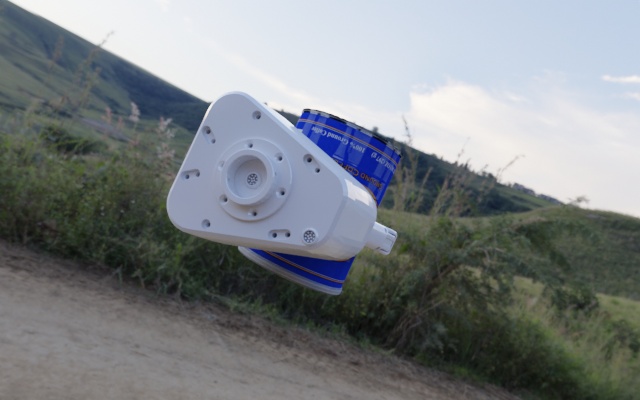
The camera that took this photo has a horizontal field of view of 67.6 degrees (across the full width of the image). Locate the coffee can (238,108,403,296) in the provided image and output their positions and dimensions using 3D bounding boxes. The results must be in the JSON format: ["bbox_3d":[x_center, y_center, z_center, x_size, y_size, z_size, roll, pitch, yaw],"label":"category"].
[{"bbox_3d":[0.000,0.002,0.441,0.103,0.140,0.103,25,-1,1],"label":"coffee can"}]
